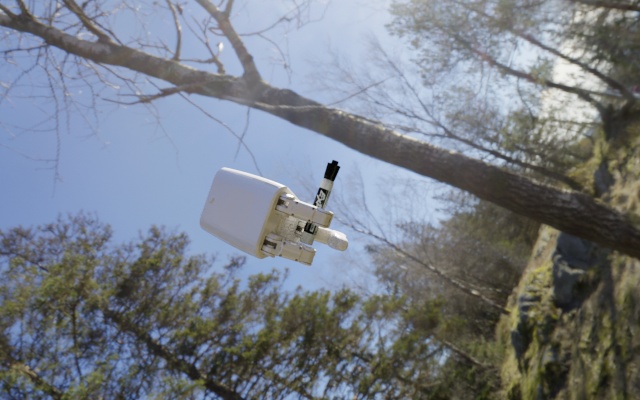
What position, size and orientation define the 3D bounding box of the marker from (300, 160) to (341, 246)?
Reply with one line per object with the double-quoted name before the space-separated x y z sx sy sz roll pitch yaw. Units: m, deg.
"marker" 0.000 0.002 0.655 0.020 0.121 0.020 20 0 0
